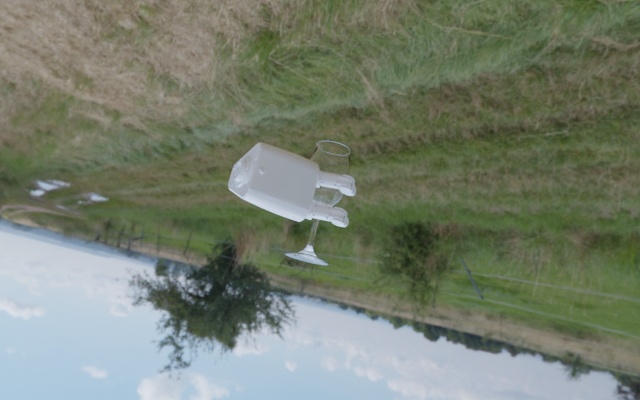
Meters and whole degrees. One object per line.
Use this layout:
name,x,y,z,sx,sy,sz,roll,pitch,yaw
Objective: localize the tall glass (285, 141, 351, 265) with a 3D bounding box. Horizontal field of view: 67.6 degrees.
tall glass,0.000,0.003,0.808,0.079,0.201,0.079,13,-13,3
